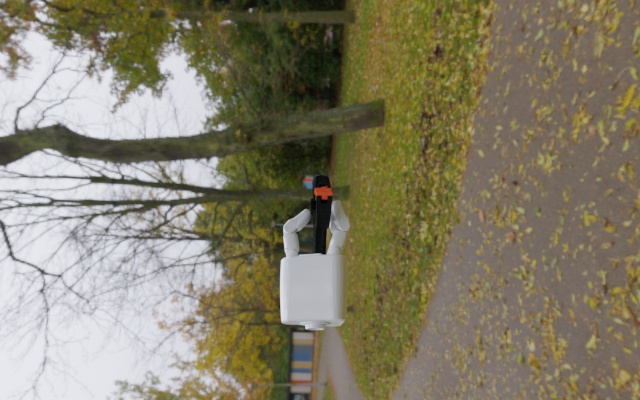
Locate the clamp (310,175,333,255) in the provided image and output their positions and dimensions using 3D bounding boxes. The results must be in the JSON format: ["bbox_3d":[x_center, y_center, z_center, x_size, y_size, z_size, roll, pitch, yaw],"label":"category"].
[{"bbox_3d":[-0.001,0.003,0.849,0.036,0.164,0.210,-1,-21,-3],"label":"clamp"}]
